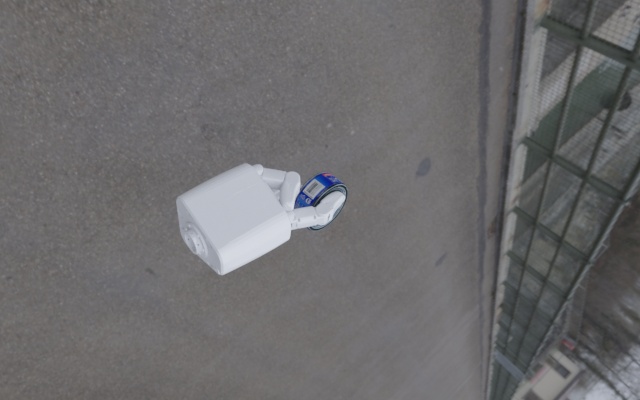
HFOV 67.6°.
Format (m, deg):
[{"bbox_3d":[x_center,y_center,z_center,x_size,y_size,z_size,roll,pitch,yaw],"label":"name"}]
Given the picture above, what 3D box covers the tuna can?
[{"bbox_3d":[0.001,0.003,0.700,0.033,0.086,0.086,38,20,28],"label":"tuna can"}]
